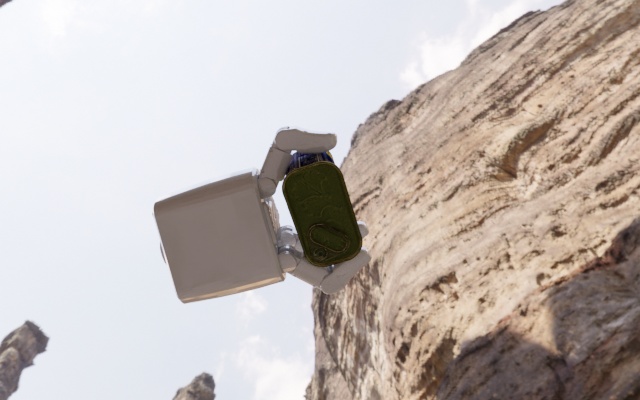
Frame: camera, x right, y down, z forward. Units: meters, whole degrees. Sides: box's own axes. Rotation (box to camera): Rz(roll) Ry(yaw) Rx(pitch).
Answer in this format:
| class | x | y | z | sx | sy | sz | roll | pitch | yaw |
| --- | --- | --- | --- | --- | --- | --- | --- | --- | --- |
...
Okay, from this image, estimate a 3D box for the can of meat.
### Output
| class | x | y | z | sx | sy | sz | roll | pitch | yaw |
| --- | --- | --- | --- | --- | --- | --- | --- | --- | --- |
| can of meat | 0.000 | 0.001 | 0.478 | 0.057 | 0.102 | 0.084 | -18 | 19 | 2 |
